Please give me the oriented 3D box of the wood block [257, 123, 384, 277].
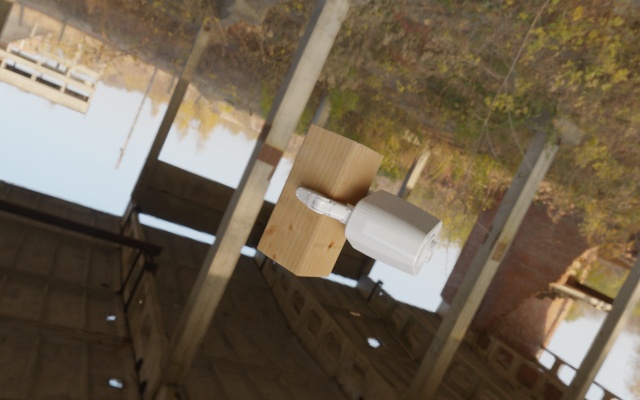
[{"bbox_3d":[0.000,0.003,0.720,0.090,0.206,0.091,28,7,34],"label":"wood block"}]
